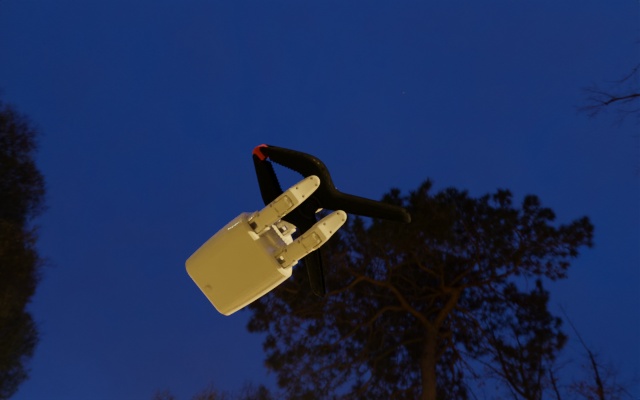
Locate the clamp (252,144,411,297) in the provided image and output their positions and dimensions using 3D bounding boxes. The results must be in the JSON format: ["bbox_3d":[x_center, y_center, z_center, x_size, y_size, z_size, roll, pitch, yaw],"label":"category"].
[{"bbox_3d":[0.000,0.002,0.613,0.164,0.210,0.036,-37,4,13],"label":"clamp"}]
